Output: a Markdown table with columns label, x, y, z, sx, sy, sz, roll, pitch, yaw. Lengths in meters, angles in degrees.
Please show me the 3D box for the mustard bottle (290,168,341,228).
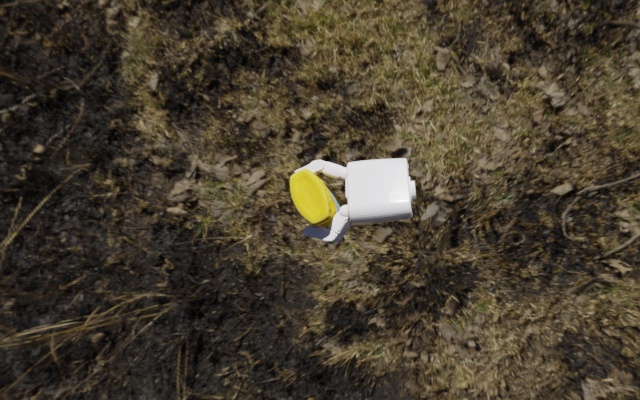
| label | x | y | z | sx | sy | sz | roll | pitch | yaw |
| --- | --- | --- | --- | --- | --- | --- | --- | --- | --- |
| mustard bottle | 0.000 | 0.003 | 0.878 | 0.058 | 0.096 | 0.191 | -29 | -11 | 7 |
